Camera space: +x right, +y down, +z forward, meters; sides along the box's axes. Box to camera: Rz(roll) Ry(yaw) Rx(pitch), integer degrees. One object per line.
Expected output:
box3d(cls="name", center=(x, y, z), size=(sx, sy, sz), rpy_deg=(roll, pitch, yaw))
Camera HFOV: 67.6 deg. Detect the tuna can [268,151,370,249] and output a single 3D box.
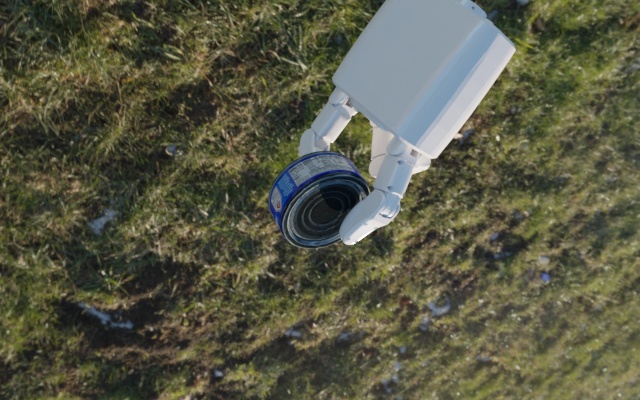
box3d(cls="tuna can", center=(0.000, 0.002, 0.415), size=(0.086, 0.086, 0.033), rpy_deg=(0, 39, -30))
